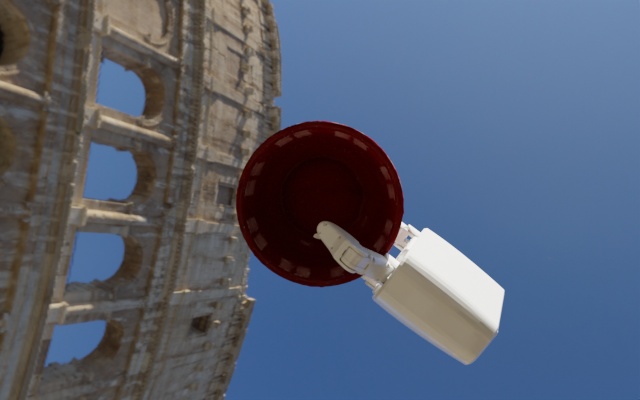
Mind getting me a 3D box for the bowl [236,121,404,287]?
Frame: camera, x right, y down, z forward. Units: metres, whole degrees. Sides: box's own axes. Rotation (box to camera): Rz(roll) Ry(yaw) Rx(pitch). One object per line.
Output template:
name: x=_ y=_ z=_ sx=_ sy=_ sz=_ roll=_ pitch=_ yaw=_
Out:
bowl: x=-0.001 y=0.000 z=0.482 sx=0.162 sy=0.162 sz=0.055 roll=0 pitch=10 yaw=4
